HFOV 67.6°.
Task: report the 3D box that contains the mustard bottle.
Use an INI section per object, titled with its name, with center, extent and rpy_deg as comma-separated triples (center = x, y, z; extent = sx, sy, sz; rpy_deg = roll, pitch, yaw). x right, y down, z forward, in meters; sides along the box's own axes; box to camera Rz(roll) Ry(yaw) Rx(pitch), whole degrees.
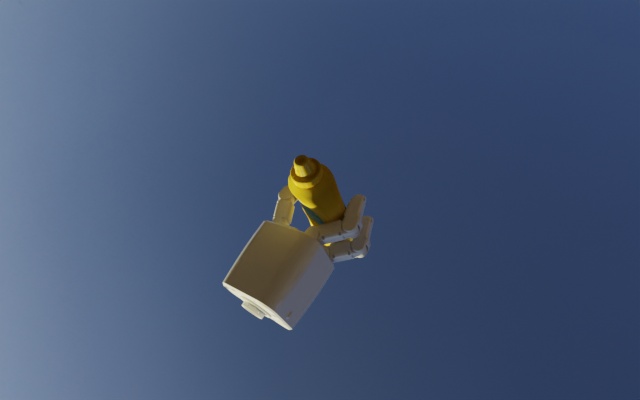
[mustard bottle]
center = 0.000, 0.002, 0.659
extent = 0.058, 0.096, 0.192
rpy_deg = -35, -36, -6
